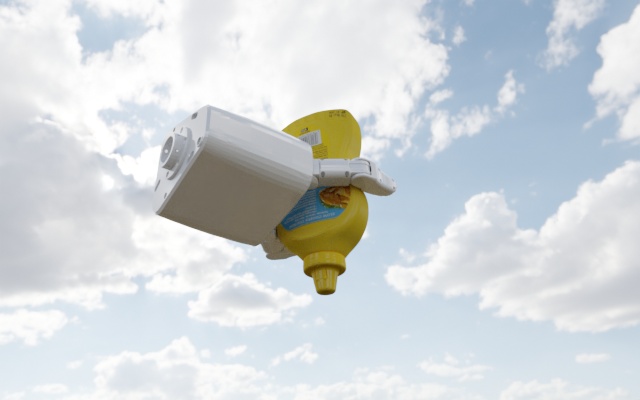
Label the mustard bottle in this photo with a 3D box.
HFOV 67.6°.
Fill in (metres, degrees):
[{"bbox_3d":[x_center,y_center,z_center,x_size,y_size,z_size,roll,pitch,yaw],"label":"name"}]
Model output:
[{"bbox_3d":[0.000,0.001,0.485,0.096,0.191,0.058,-16,-33,21],"label":"mustard bottle"}]
